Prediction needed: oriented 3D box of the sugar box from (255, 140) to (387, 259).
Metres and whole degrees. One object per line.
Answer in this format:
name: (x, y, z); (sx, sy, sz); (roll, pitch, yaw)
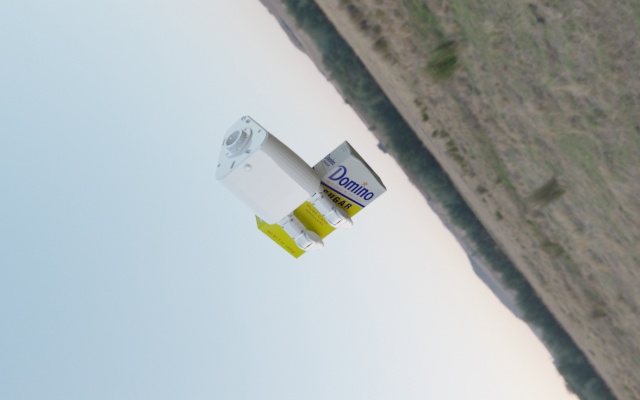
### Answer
sugar box: (0.000, 0.003, 0.702); (0.176, 0.048, 0.093); (-37, -54, 15)
